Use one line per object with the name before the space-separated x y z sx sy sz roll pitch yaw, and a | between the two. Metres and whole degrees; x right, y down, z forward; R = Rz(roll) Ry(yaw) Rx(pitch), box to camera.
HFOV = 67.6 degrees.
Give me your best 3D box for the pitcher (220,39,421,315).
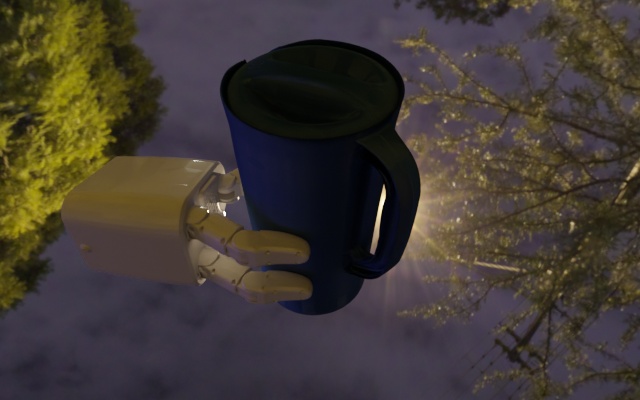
pitcher | 0.000 0.001 0.419 0.145 0.149 0.243 3 -45 4
